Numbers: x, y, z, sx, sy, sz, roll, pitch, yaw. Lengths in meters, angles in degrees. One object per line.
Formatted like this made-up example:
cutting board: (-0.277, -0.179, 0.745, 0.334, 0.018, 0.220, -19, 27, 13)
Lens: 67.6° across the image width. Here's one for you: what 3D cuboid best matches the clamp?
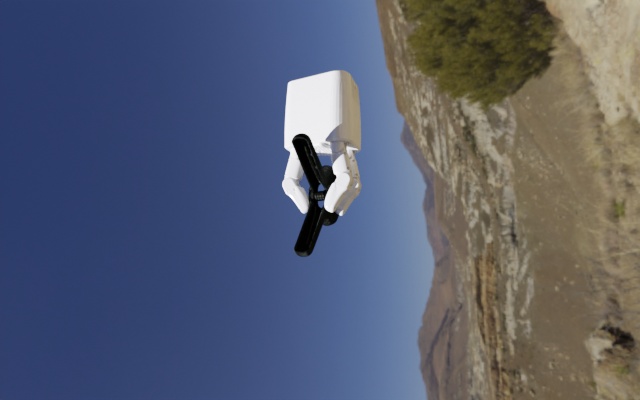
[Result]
clamp: (-0.001, 0.002, 0.718, 0.036, 0.164, 0.210, 0, -7, 17)
